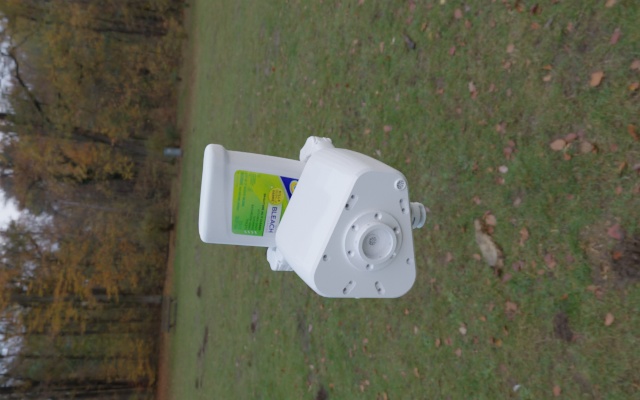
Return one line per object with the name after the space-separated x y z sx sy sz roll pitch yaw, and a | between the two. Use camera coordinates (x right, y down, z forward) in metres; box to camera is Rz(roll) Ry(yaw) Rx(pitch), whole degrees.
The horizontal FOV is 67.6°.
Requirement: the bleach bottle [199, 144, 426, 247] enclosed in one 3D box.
0.000 0.002 0.522 0.251 0.102 0.068 4 11 -19 | bleach bottle
